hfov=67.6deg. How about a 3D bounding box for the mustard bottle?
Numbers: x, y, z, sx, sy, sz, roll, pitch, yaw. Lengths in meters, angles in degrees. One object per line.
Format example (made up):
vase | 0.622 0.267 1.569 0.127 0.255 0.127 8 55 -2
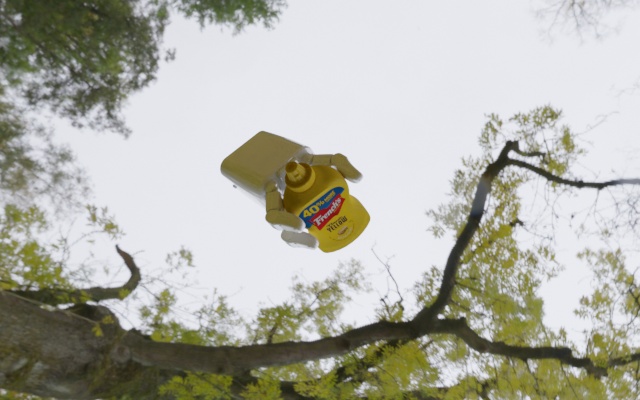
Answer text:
mustard bottle | 0.000 0.003 0.689 0.096 0.058 0.192 -36 -39 3
